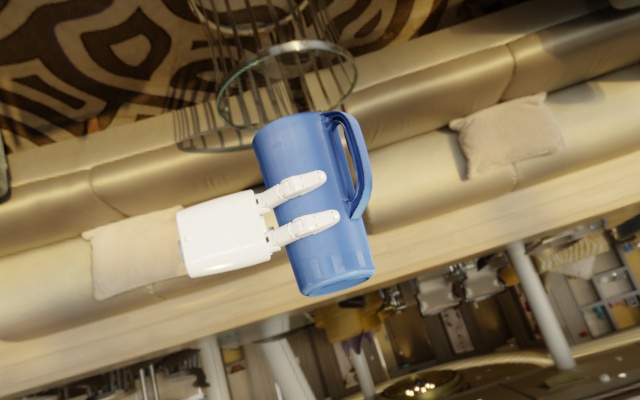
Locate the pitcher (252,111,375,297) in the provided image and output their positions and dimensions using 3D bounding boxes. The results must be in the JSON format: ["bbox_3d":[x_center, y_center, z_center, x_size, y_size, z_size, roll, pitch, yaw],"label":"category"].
[{"bbox_3d":[0.000,0.002,0.674,0.145,0.242,0.149,-14,-18,-8],"label":"pitcher"}]
